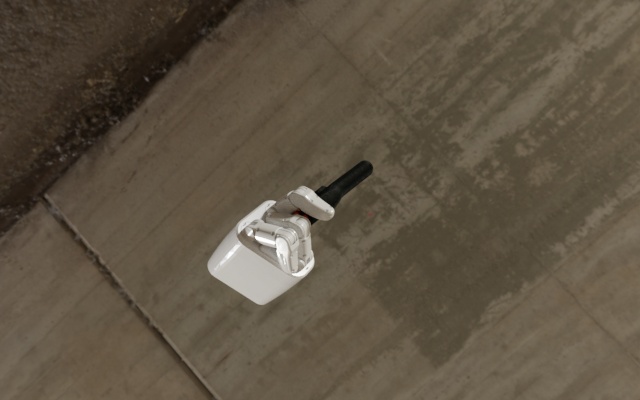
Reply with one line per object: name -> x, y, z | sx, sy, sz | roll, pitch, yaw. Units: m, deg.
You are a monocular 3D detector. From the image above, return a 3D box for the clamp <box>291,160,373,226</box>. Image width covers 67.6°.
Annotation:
clamp -> 0.000, 0.003, 0.697 | 0.120, 0.039, 0.171 | -40, -2, 41
